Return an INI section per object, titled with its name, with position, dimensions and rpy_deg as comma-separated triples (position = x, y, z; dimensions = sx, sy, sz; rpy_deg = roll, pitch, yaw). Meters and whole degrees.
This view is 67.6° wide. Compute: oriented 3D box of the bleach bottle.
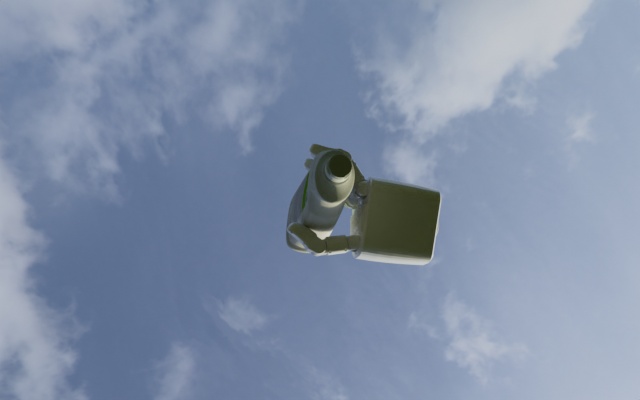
[bleach bottle]
position = 0.000, 0.002, 0.665
dimensions = 0.068, 0.102, 0.251
rpy_deg = 6, -17, -9
